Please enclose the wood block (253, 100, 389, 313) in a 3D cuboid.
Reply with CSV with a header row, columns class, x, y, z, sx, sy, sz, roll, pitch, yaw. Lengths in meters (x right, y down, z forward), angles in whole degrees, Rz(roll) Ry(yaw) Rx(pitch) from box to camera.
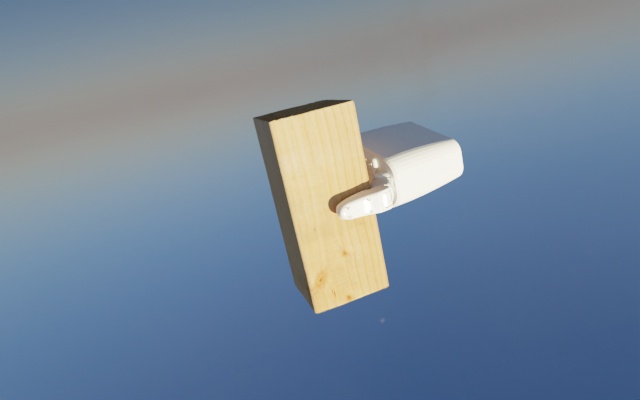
class,x,y,z,sx,sy,sz,roll,pitch,yaw
wood block,0.001,0.002,0.523,0.090,0.206,0.091,-17,16,-15
